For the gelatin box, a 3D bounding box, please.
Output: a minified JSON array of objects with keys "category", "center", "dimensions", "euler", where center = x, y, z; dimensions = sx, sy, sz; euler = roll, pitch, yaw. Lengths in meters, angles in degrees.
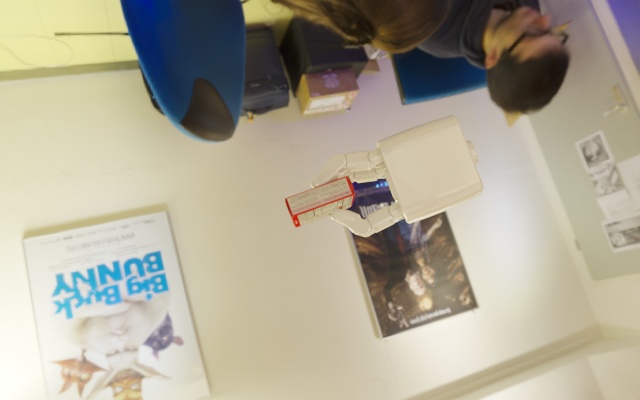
[{"category":"gelatin box","center":[0.000,0.003,0.640],"dimensions":[0.089,0.030,0.073],"euler":[-21,-13,-4]}]
